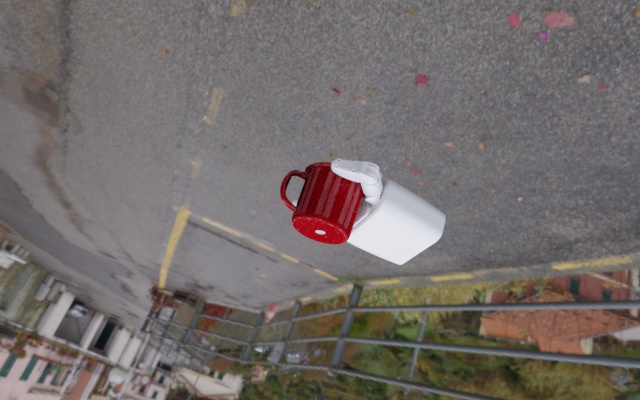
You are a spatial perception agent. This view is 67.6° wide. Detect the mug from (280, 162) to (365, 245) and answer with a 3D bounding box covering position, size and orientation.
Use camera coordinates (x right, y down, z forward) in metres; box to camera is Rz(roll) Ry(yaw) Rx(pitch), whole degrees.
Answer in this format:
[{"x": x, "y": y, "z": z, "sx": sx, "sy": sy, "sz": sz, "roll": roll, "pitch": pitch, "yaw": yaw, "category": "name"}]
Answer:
[{"x": -0.001, "y": 0.002, "z": 0.642, "sx": 0.117, "sy": 0.081, "sz": 0.093, "roll": 27, "pitch": -26, "yaw": -17, "category": "mug"}]
